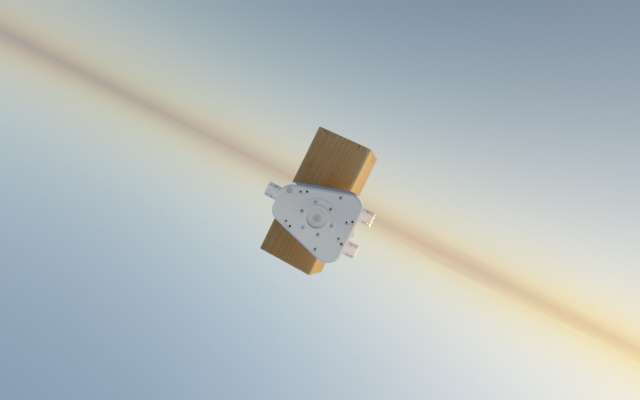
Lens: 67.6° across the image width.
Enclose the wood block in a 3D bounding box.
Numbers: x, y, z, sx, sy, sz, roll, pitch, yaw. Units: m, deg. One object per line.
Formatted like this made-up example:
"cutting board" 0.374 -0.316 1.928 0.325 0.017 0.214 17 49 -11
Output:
"wood block" 0.000 0.002 0.750 0.091 0.206 0.090 27 1 13
